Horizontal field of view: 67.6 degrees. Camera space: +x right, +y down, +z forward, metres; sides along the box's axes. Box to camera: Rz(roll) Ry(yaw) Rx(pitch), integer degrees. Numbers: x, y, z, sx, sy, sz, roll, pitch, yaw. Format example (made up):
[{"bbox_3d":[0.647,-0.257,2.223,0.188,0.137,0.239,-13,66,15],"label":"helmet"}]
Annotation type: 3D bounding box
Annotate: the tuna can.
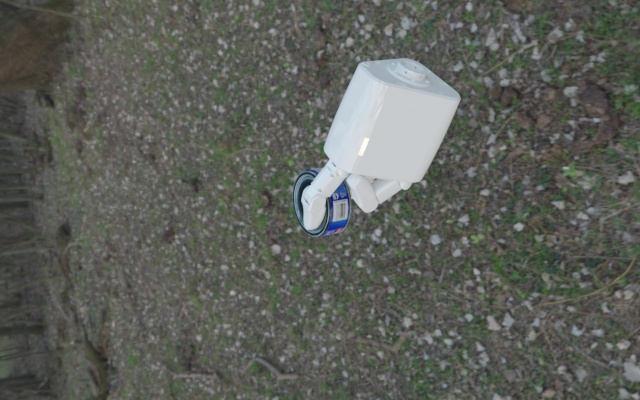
[{"bbox_3d":[0.000,0.002,0.597,0.034,0.086,0.086,-10,5,-33],"label":"tuna can"}]
